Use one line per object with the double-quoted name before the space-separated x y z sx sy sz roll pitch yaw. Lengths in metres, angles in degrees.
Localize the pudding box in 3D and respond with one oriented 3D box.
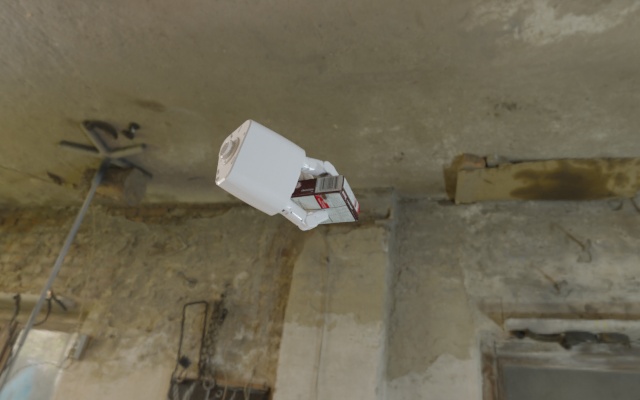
"pudding box" 0.000 0.003 0.817 0.113 0.039 0.090 -5 -37 23
